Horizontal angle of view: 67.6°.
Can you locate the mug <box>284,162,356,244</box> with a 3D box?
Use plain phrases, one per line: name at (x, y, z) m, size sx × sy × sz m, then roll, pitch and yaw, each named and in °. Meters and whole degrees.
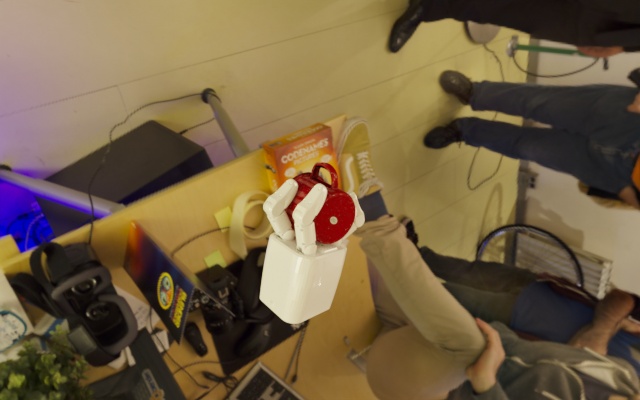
mug at (0.001, 0.001, 0.702) m, size 0.093 × 0.117 × 0.081 m, roll 1°, pitch 18°, yaw -40°
